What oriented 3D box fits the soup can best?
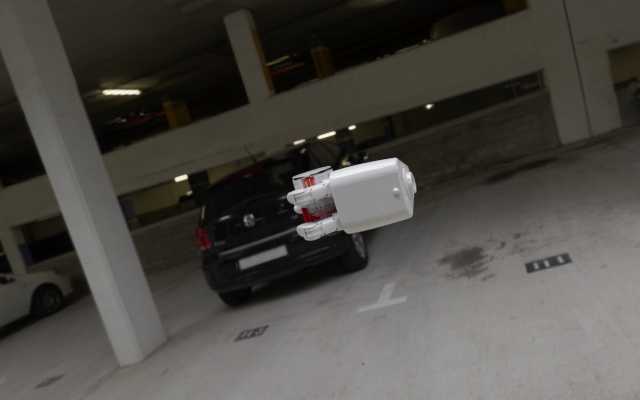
[{"bbox_3d":[0.000,0.002,0.774,0.068,0.102,0.068,-16,8,2],"label":"soup can"}]
